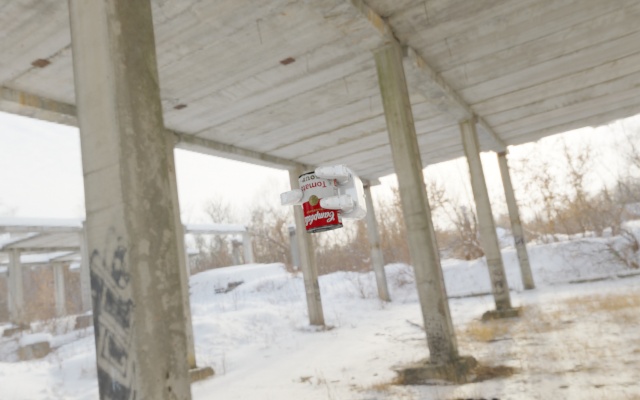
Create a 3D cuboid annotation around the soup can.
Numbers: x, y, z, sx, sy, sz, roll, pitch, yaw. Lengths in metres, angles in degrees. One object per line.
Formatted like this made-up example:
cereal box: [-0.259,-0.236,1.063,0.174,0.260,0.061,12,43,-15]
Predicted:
soup can: [0.000,0.002,0.857,0.068,0.102,0.068,-9,-9,-1]
